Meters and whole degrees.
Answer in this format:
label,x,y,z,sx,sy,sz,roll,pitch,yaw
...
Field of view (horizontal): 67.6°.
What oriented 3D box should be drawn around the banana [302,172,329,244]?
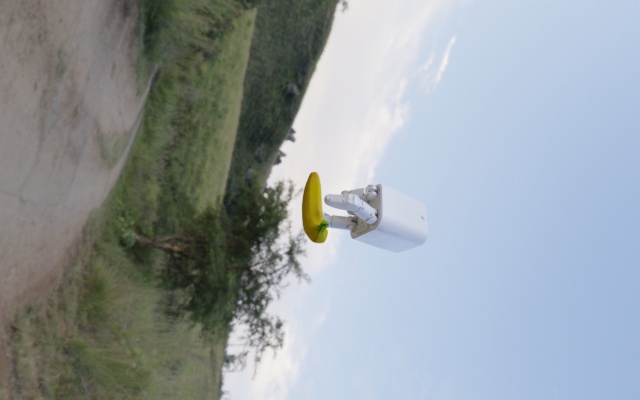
label,x,y,z,sx,sy,sz,roll,pitch,yaw
banana,-0.008,0.020,0.828,0.037,0.070,0.197,20,23,-18
